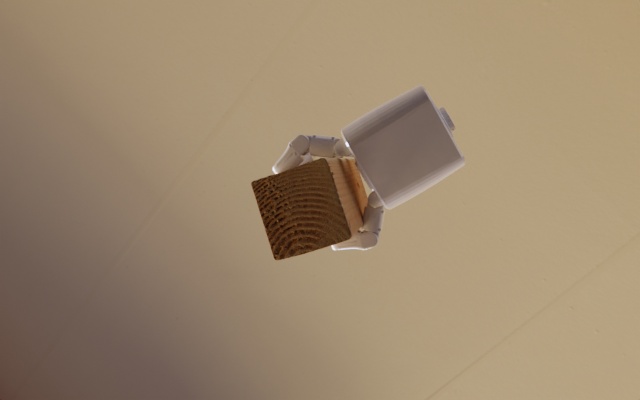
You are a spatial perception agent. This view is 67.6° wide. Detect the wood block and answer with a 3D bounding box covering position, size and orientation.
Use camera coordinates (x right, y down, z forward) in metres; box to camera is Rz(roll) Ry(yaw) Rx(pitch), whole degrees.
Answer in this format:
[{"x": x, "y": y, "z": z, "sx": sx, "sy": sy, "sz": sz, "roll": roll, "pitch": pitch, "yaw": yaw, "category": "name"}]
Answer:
[{"x": 0.001, "y": 0.002, "z": 0.594, "sx": 0.090, "sy": 0.091, "sz": 0.206, "roll": -18, "pitch": 0, "yaw": 13, "category": "wood block"}]
